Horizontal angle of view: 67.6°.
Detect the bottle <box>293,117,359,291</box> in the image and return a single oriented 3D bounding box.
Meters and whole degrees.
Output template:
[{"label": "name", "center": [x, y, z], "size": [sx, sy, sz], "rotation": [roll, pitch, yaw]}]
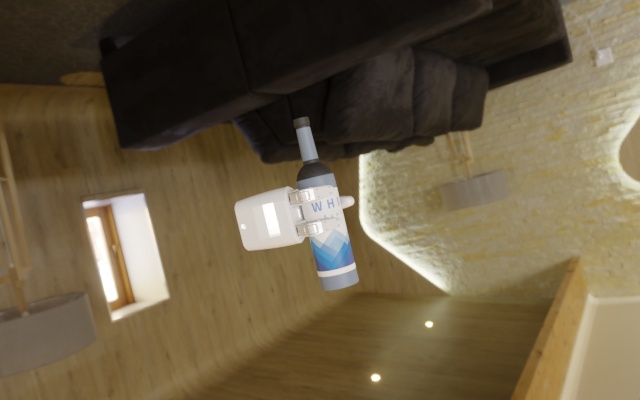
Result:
[{"label": "bottle", "center": [0.000, 0.003, 0.822], "size": [0.069, 0.296, 0.069], "rotation": [-13, 2, 0]}]
